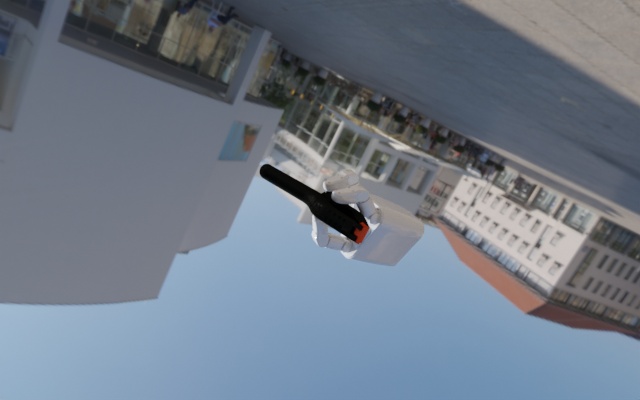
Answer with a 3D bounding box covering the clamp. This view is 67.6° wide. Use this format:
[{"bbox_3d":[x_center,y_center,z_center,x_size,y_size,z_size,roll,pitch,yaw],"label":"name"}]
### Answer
[{"bbox_3d":[0.000,0.003,0.760,0.164,0.036,0.210,17,16,-33],"label":"clamp"}]
